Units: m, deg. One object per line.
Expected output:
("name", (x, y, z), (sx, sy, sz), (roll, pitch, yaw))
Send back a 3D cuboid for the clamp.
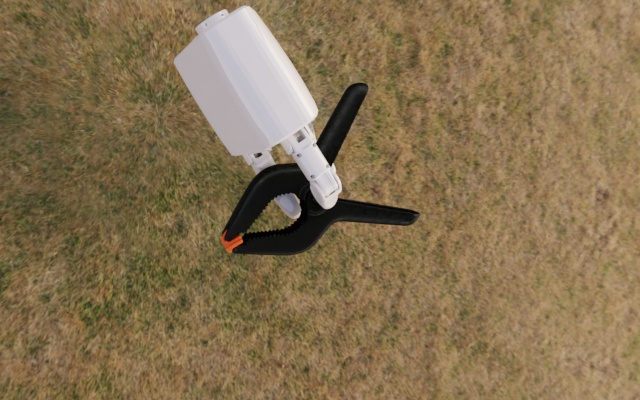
("clamp", (0.000, 0.002, 0.491), (0.210, 0.164, 0.036), (-36, 18, -10))
